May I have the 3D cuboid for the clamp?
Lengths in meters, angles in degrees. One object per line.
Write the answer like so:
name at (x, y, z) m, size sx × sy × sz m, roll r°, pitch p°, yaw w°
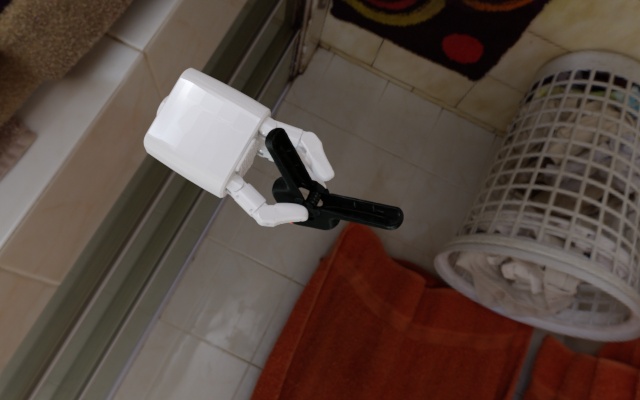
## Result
clamp at (-0.001, 0.003, 0.565) m, size 0.164 × 0.036 × 0.210 m, roll 32°, pitch -19°, yaw 0°
